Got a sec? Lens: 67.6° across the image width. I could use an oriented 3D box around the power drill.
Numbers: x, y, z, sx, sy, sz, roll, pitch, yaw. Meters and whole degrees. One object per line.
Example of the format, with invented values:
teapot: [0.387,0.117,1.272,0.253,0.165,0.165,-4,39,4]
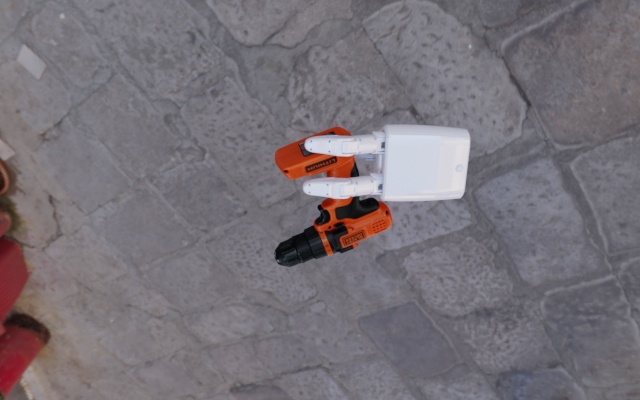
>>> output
power drill: [0.000,0.002,0.669,0.184,0.188,0.057,-23,41,-4]
